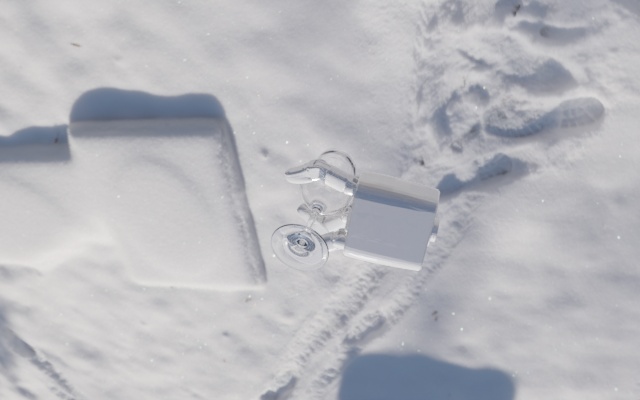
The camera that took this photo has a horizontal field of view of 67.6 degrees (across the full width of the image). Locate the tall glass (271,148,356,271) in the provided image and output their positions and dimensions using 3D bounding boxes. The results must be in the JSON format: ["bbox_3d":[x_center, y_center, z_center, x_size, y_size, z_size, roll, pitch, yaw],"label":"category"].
[{"bbox_3d":[0.000,0.002,0.659,0.079,0.079,0.201,0,35,18],"label":"tall glass"}]
